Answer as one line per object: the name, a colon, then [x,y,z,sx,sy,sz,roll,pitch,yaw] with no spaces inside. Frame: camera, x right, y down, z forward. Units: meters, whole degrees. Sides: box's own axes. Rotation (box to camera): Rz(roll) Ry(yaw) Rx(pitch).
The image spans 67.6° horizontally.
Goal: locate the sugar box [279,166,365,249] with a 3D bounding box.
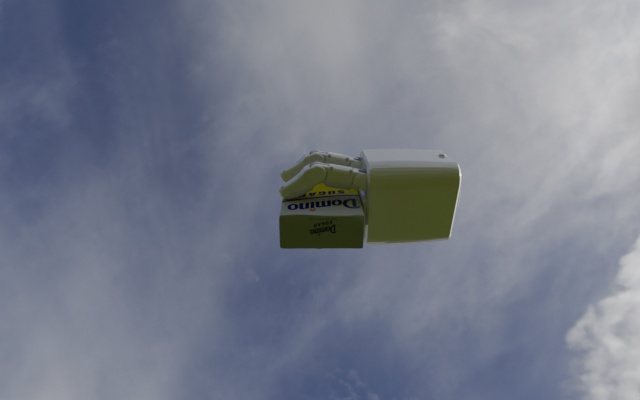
sugar box: [0.000,0.001,0.587,0.093,0.048,0.176,0,19,-2]
